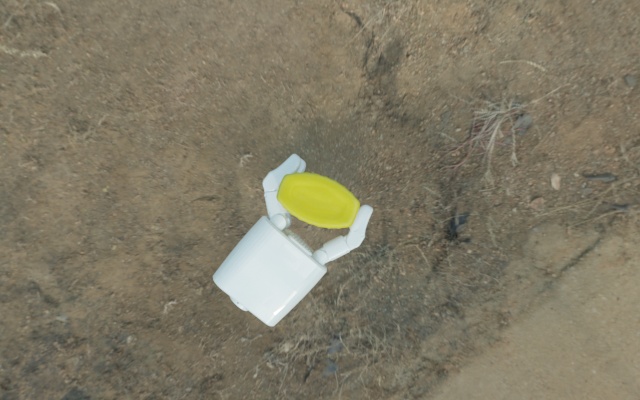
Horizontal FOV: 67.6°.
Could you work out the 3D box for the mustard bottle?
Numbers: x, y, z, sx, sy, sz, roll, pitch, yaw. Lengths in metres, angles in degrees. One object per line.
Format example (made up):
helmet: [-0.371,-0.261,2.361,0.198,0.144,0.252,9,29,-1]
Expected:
mustard bottle: [0.000,0.002,0.636,0.096,0.058,0.191,19,-1,2]
